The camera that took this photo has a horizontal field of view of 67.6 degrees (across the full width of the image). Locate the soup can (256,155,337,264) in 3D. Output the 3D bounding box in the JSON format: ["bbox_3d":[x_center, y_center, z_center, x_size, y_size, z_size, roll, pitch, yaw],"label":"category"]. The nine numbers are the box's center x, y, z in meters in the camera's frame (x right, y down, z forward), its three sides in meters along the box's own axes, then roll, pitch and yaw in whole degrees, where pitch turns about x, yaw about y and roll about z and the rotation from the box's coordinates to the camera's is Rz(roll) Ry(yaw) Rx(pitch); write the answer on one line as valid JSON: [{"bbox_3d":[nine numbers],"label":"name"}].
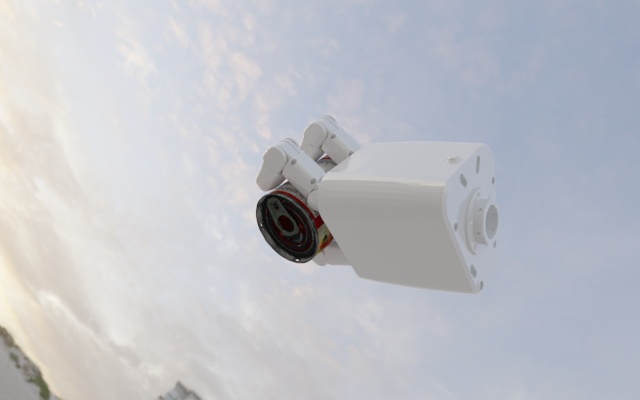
[{"bbox_3d":[0.000,0.001,0.436,0.068,0.068,0.102,0,27,42],"label":"soup can"}]
